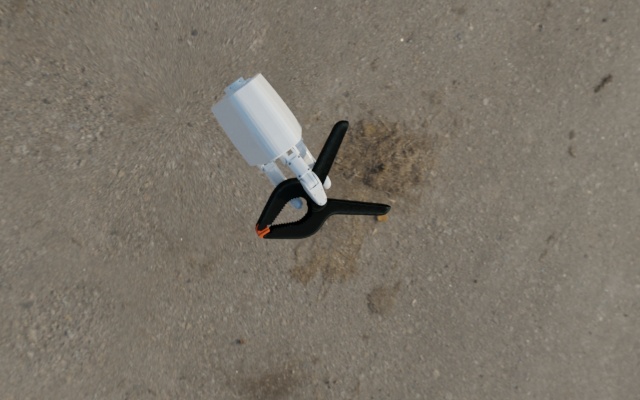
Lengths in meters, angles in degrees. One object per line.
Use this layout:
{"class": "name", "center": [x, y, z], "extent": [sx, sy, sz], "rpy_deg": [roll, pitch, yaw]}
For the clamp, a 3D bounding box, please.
{"class": "clamp", "center": [0.000, 0.003, 0.726], "extent": [0.210, 0.164, 0.036], "rpy_deg": [-38, 17, -7]}
